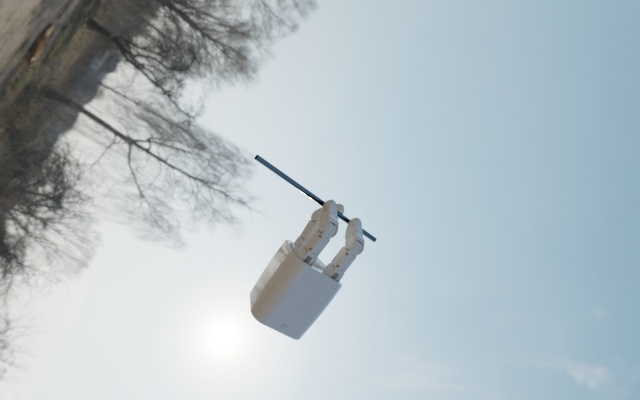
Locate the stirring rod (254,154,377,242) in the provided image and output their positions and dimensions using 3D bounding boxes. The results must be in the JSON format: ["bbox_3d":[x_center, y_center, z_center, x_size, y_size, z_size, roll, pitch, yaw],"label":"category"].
[{"bbox_3d":[0.000,0.002,0.694,0.240,0.011,0.011,35,-19,-30],"label":"stirring rod"}]
